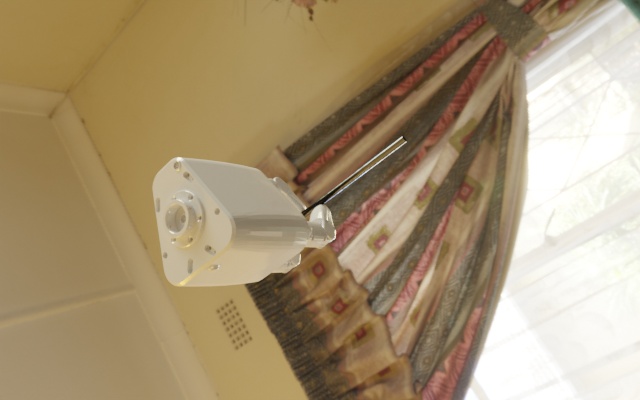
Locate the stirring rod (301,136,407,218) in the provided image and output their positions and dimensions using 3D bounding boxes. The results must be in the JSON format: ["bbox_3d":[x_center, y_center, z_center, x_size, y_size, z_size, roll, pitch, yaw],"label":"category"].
[{"bbox_3d":[0.000,0.002,0.548,0.239,0.011,0.011,-37,-17,24],"label":"stirring rod"}]
